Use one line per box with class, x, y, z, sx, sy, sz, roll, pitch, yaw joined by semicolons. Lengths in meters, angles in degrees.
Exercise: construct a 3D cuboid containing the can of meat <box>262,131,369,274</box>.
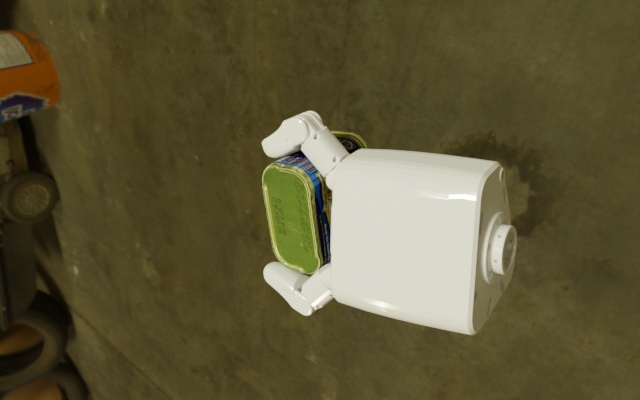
can of meat;0.000;0.001;0.412;0.057;0.102;0.084;11;30;35
